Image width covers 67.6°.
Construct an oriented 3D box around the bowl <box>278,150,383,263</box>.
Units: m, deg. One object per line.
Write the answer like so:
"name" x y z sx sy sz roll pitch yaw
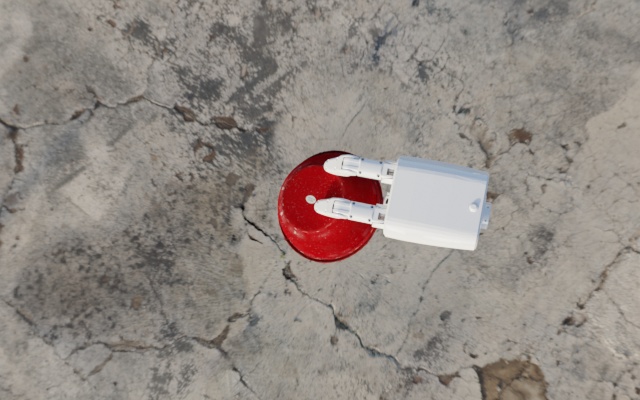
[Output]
"bowl" -0.001 0.002 0.650 0.162 0.162 0.055 0 -11 26
